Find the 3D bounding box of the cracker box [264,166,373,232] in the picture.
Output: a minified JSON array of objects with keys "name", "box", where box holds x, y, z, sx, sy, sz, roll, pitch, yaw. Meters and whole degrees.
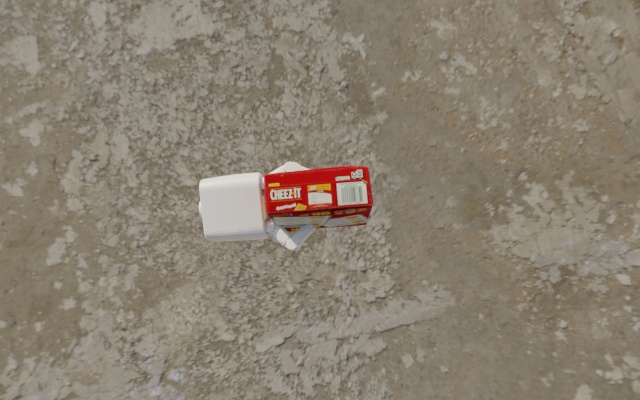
[{"name":"cracker box","box":[0.000,0.003,0.823,0.164,0.072,0.214,-5,-11,2]}]
